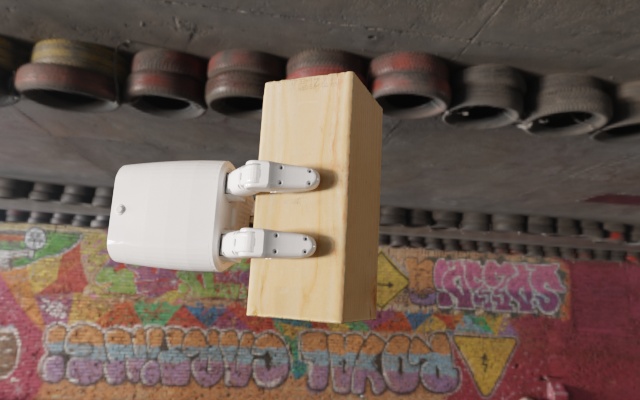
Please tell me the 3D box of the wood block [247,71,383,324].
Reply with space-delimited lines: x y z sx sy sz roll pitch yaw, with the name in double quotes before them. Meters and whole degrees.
"wood block" 0.000 0.002 0.437 0.090 0.206 0.091 -1 -11 23
